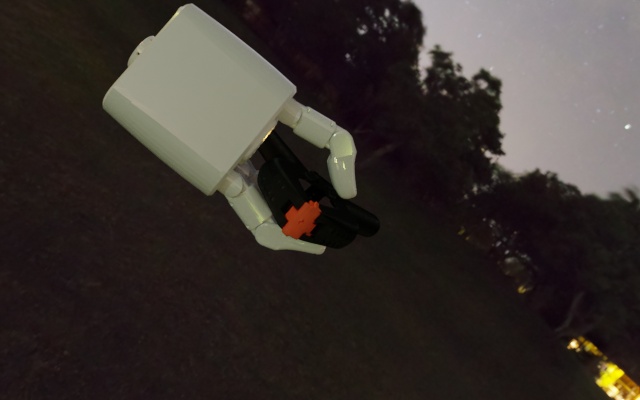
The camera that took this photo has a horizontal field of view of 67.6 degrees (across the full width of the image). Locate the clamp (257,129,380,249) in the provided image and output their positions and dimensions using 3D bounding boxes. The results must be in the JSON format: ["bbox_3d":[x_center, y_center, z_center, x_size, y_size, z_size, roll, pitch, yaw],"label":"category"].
[{"bbox_3d":[0.000,0.001,0.421,0.164,0.036,0.210,38,10,-11],"label":"clamp"}]
